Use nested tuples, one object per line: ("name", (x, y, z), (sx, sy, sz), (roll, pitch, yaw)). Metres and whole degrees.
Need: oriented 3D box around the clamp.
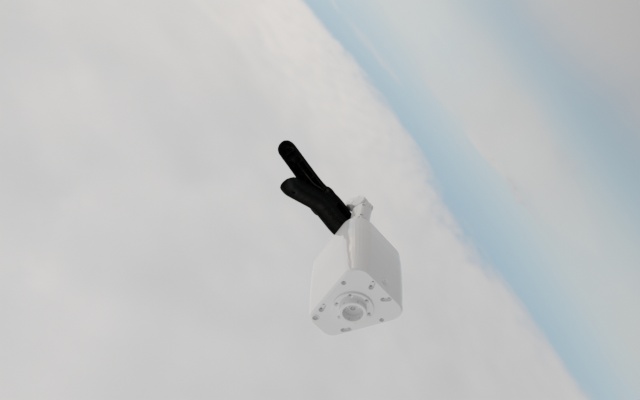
("clamp", (0.000, 0.002, 0.639), (0.039, 0.171, 0.120), (-36, 21, 22))
